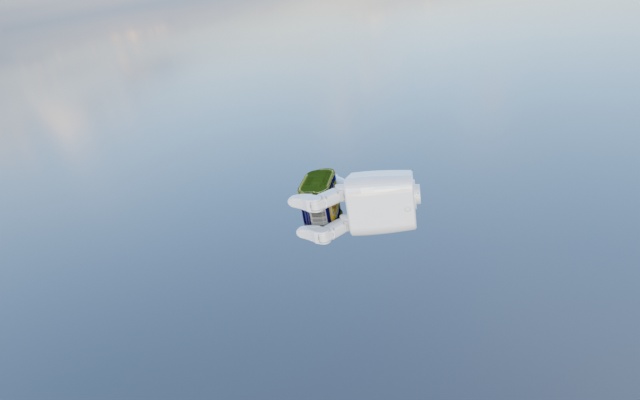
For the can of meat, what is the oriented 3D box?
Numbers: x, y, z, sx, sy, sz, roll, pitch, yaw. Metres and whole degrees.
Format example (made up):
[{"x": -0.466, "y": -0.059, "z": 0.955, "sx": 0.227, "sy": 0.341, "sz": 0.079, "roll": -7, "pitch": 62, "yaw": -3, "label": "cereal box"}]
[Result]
[{"x": 0.000, "y": 0.002, "z": 0.804, "sx": 0.057, "sy": 0.084, "sz": 0.102, "roll": -3, "pitch": 26, "yaw": 13, "label": "can of meat"}]
